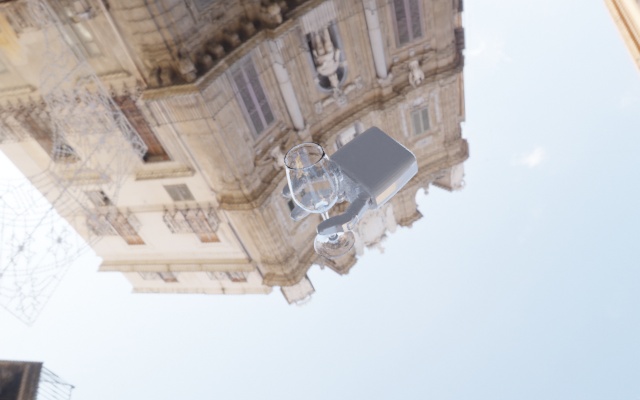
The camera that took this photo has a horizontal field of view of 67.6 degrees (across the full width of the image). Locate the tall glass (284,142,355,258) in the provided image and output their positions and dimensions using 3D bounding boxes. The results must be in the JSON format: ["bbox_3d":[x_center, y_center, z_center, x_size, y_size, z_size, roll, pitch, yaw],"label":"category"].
[{"bbox_3d":[0.000,0.003,0.769,0.079,0.079,0.201,0,-43,20],"label":"tall glass"}]
